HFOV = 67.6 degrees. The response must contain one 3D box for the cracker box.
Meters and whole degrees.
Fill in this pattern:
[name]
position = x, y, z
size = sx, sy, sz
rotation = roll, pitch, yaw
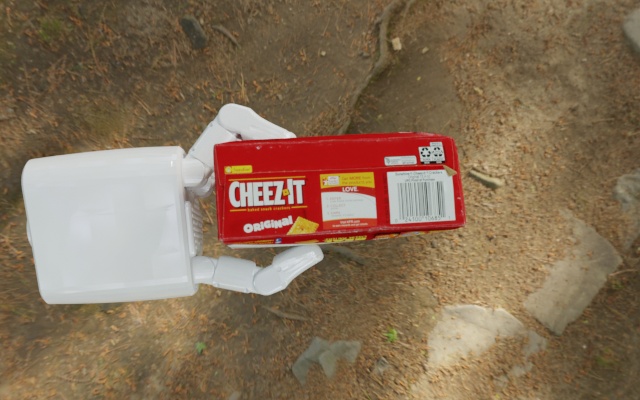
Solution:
[cracker box]
position = 0.000, 0.001, 0.408
size = 0.164, 0.072, 0.214
rotation = -3, -6, -8
